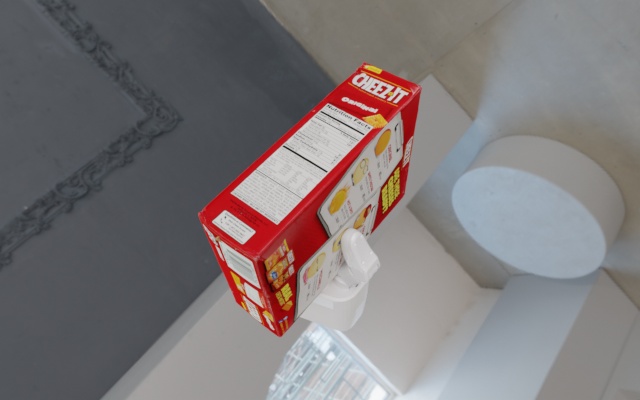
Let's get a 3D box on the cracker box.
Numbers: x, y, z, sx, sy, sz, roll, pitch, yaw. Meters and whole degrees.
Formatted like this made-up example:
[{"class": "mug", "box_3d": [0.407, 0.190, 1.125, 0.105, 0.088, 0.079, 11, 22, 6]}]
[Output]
[{"class": "cracker box", "box_3d": [0.000, 0.002, 0.443, 0.072, 0.213, 0.164, 32, -27, 22]}]
